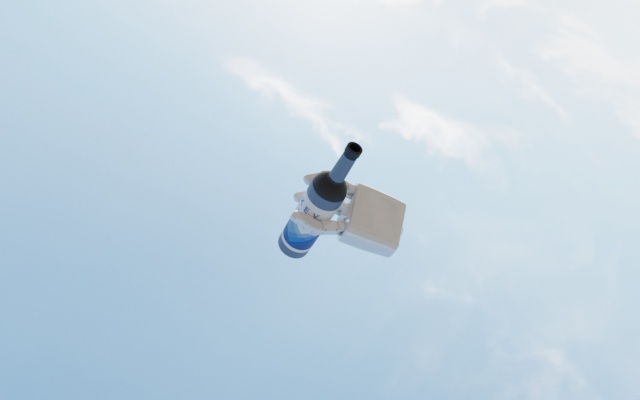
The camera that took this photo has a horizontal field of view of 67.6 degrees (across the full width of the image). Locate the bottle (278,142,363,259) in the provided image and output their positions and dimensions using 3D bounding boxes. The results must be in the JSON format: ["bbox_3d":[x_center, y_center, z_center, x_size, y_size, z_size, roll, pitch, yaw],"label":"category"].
[{"bbox_3d":[0.000,0.003,0.861,0.069,0.069,0.296,0,-36,-27],"label":"bottle"}]
